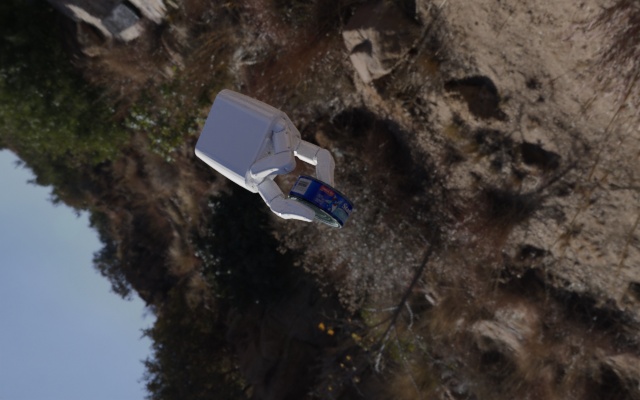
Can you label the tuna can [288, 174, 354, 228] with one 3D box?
[{"bbox_3d":[0.000,0.003,0.640,0.086,0.033,0.086,29,-11,7],"label":"tuna can"}]
